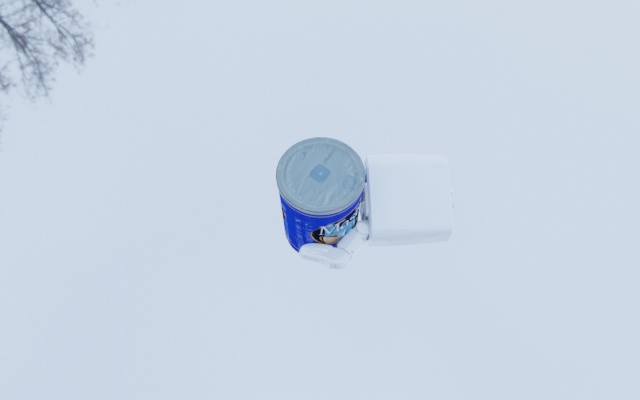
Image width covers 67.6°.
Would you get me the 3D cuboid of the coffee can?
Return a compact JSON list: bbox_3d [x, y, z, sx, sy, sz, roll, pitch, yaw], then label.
[{"bbox_3d":[0.000,0.002,0.606,0.103,0.102,0.140,0,-29,0],"label":"coffee can"}]
